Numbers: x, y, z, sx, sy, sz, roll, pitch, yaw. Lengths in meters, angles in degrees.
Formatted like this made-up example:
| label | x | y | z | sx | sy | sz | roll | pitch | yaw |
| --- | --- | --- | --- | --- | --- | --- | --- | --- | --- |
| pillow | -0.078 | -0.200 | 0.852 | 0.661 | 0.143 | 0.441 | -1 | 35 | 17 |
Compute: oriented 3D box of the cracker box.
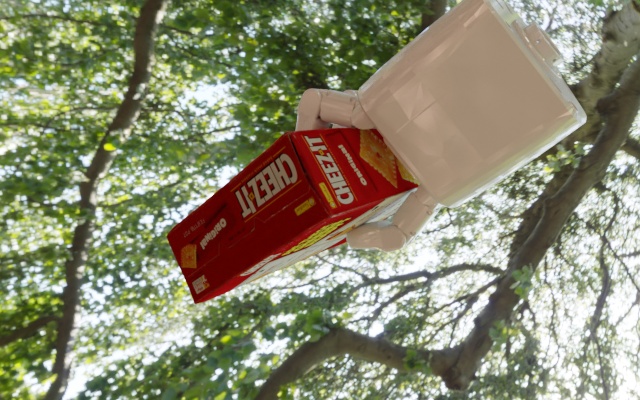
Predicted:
| label | x | y | z | sx | sy | sz | roll | pitch | yaw |
| --- | --- | --- | --- | --- | --- | --- | --- | --- | --- |
| cracker box | 0.000 | 0.002 | 0.423 | 0.164 | 0.072 | 0.213 | -35 | -12 | 35 |
